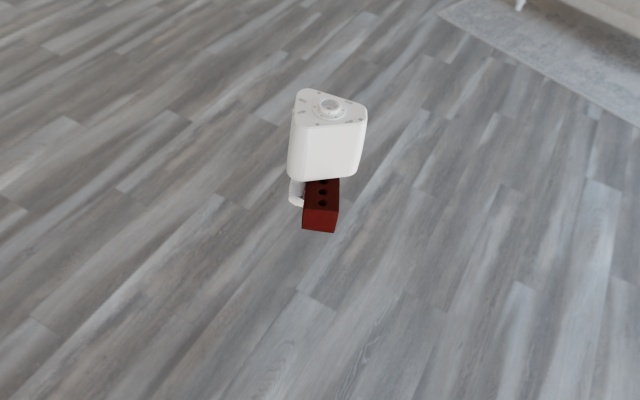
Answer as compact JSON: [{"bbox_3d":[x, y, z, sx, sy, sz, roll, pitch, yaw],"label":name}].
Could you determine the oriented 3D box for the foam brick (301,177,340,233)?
[{"bbox_3d":[0.000,0.003,0.737,0.053,0.078,0.051,6,-41,-5],"label":"foam brick"}]
